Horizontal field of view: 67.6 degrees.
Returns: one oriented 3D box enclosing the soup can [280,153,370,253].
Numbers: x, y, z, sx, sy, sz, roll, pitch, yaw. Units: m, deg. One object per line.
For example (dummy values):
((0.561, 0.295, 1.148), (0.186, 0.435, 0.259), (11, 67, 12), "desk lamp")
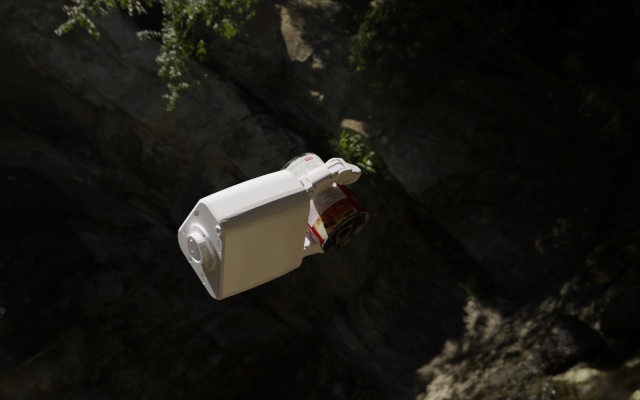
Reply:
((0.000, 0.001, 0.563), (0.068, 0.102, 0.068), (-33, -24, -17), "soup can")
